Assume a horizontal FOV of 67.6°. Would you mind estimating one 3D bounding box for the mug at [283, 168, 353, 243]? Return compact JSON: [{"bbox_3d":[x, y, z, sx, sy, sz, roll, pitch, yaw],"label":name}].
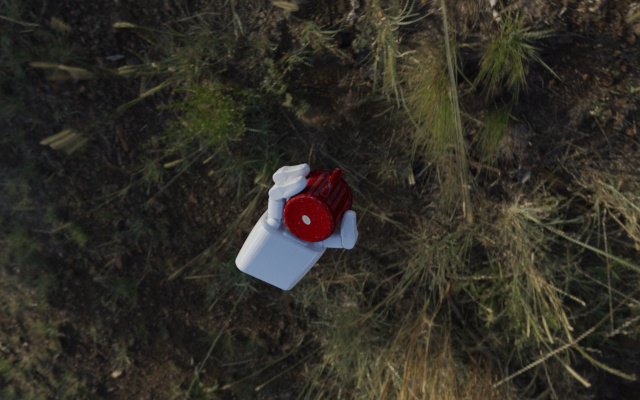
[{"bbox_3d":[0.001,0.001,0.716,0.093,0.117,0.081,35,33,0],"label":"mug"}]
